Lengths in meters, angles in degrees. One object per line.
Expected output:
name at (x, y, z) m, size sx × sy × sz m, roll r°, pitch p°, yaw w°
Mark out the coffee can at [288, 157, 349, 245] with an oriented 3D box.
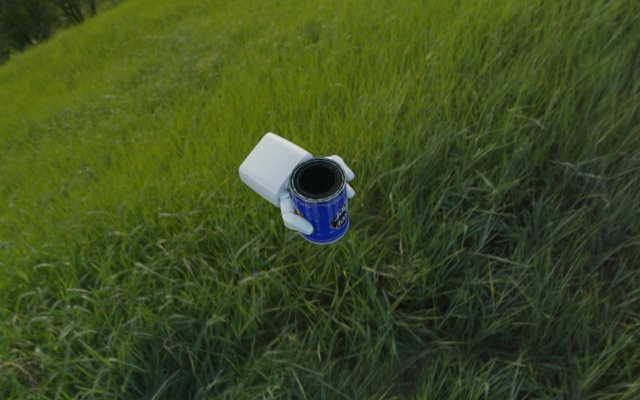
coffee can at (0.000, 0.003, 0.889) m, size 0.103 × 0.102 × 0.140 m, roll 0°, pitch -36°, yaw 5°
